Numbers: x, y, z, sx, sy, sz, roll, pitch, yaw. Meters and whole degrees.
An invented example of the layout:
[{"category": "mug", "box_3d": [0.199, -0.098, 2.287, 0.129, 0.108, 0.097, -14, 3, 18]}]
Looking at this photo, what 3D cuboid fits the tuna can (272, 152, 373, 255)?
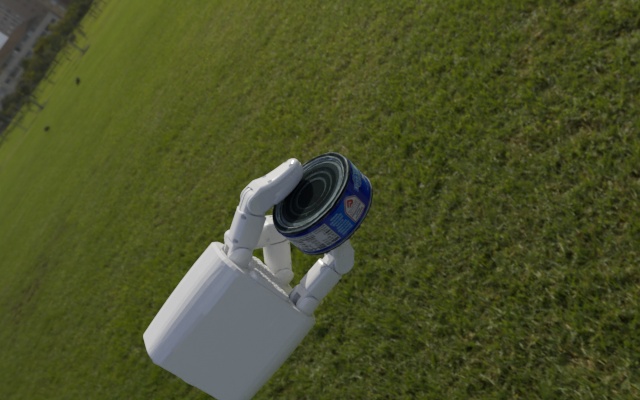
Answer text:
[{"category": "tuna can", "box_3d": [0.000, 0.001, 0.405, 0.086, 0.086, 0.034, 0, -35, 49]}]
